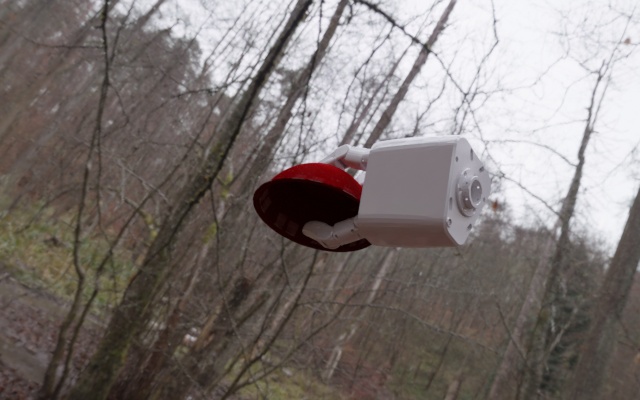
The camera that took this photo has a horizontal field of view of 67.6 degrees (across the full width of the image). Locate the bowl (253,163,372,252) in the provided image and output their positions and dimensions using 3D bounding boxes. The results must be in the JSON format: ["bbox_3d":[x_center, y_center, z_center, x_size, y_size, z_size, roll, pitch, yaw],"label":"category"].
[{"bbox_3d":[-0.001,0.002,0.602,0.162,0.055,0.162,12,-32,8],"label":"bowl"}]
